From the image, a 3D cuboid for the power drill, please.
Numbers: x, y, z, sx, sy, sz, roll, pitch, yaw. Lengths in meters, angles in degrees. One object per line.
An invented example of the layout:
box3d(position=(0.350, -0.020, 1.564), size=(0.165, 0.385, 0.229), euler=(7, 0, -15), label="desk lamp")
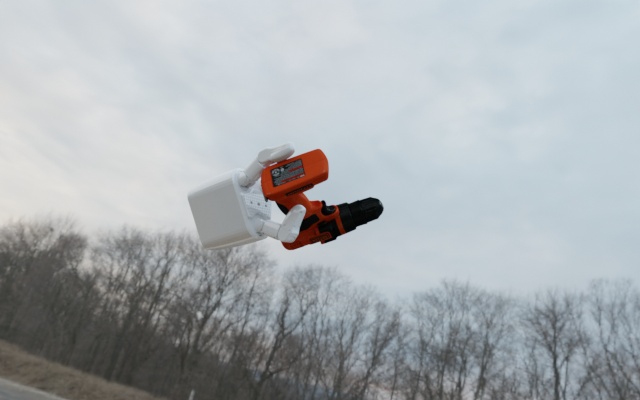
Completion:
box3d(position=(0.000, 0.002, 0.757), size=(0.184, 0.057, 0.188), euler=(-21, -38, 5), label="power drill")
